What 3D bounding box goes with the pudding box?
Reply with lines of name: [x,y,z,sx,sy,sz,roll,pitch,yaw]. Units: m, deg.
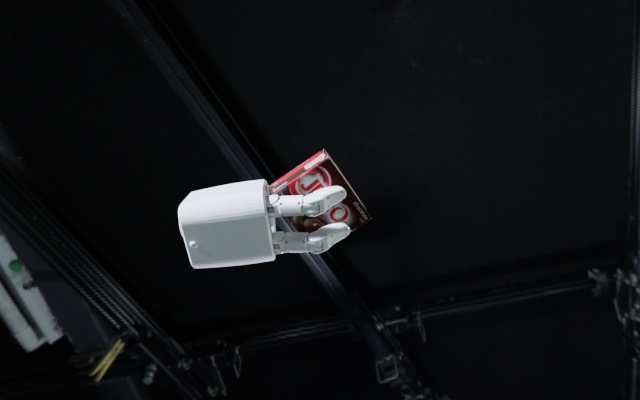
pudding box: [0.000,0.002,0.630,0.090,0.113,0.039,-33,29,9]
